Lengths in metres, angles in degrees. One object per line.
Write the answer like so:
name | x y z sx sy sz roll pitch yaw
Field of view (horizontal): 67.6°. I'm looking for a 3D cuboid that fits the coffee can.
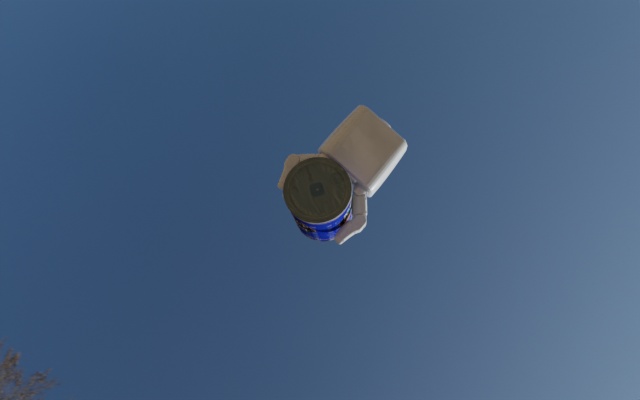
coffee can | 0.000 0.003 0.769 0.103 0.102 0.140 0 -16 4
